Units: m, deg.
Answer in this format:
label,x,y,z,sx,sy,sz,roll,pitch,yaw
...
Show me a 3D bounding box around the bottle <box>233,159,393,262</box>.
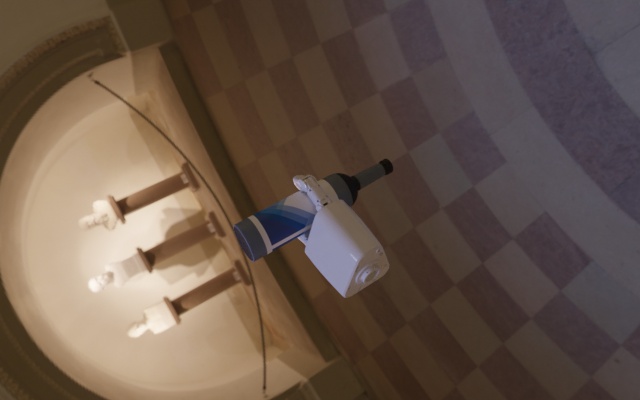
label,x,y,z,sx,sy,sz,roll,pitch,yaw
bottle,0.000,0.003,0.803,0.295,0.069,0.069,-28,10,-20
